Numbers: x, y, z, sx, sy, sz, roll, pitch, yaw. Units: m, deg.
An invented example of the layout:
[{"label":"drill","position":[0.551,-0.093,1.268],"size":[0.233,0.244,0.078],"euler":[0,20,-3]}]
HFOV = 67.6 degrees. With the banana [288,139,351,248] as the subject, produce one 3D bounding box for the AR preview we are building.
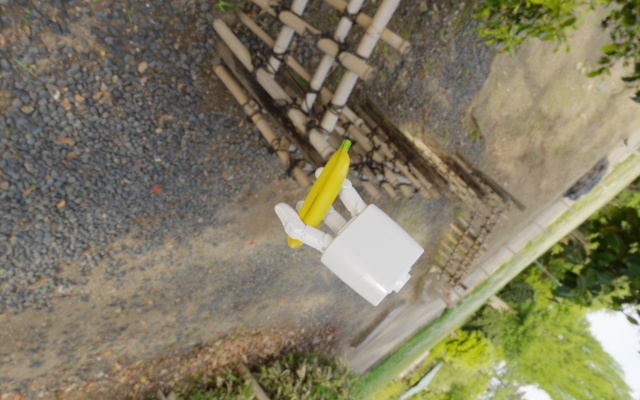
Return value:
[{"label":"banana","position":[-0.003,0.004,0.714],"size":[0.037,0.198,0.069],"euler":[33,20,5]}]
